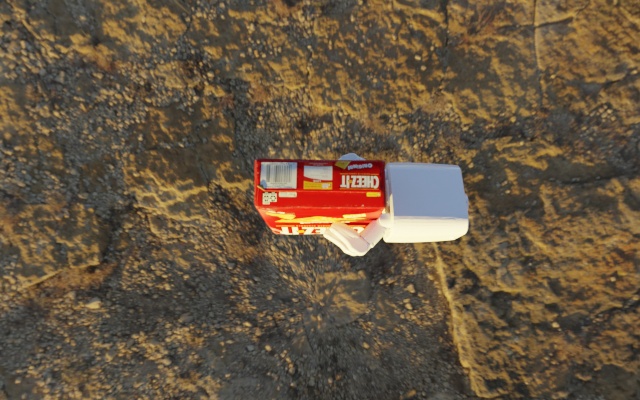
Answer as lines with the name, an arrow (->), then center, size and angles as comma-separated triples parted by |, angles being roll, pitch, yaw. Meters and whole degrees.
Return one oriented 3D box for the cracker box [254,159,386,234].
cracker box -> 0.000, 0.002, 0.688 | 0.164, 0.072, 0.214 | 0, -12, 0
